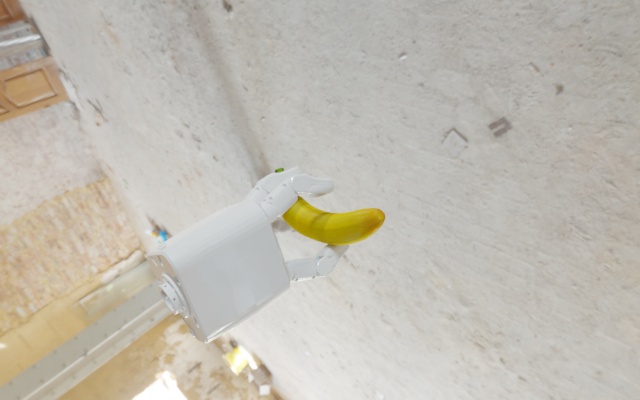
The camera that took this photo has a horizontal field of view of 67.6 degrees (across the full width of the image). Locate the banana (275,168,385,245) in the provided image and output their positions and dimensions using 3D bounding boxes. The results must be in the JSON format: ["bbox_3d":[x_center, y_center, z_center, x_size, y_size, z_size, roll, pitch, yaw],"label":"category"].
[{"bbox_3d":[0.000,0.018,0.568,0.037,0.070,0.197,-24,31,-33],"label":"banana"}]
